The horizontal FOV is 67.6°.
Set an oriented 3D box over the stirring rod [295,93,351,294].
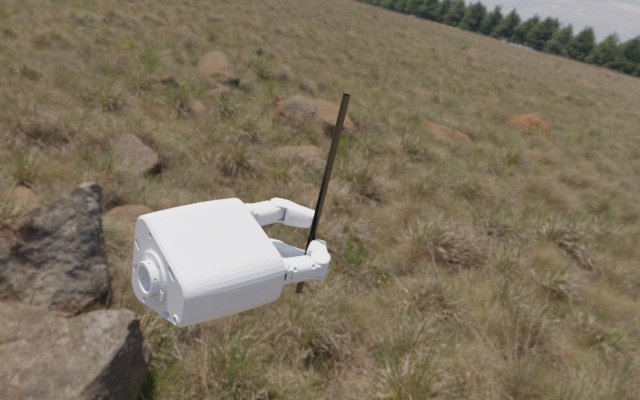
[{"bbox_3d":[0.000,0.002,0.524,0.011,0.240,0.011,12,23,-5],"label":"stirring rod"}]
